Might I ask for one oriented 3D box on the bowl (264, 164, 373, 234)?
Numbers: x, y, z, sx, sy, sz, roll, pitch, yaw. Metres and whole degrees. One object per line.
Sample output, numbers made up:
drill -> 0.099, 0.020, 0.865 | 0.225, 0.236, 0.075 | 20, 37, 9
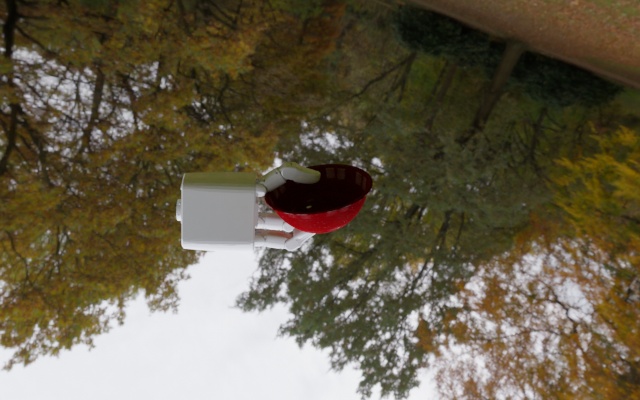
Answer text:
bowl -> 0.001, 0.003, 0.715 | 0.162, 0.055, 0.162 | -8, 27, 4
